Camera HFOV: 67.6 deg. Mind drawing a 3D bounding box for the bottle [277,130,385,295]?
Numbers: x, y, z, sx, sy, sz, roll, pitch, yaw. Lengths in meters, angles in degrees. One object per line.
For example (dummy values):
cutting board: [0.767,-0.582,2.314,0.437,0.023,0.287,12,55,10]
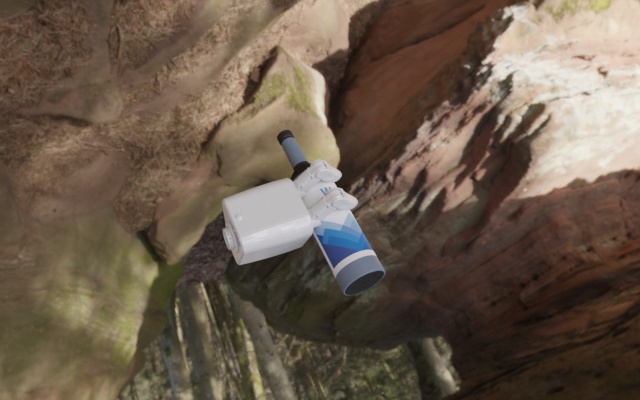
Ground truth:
bottle: [0.000,0.003,0.738,0.069,0.295,0.069,-21,-30,-13]
